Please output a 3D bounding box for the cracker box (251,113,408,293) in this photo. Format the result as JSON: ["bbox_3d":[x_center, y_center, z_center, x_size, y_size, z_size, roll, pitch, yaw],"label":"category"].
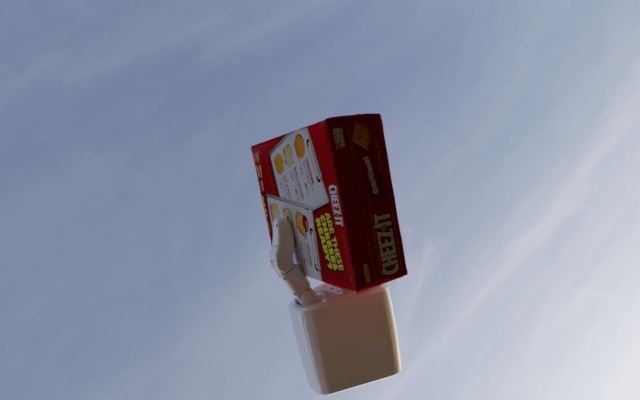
[{"bbox_3d":[0.000,0.002,0.539,0.072,0.164,0.213,-13,5,-26],"label":"cracker box"}]
